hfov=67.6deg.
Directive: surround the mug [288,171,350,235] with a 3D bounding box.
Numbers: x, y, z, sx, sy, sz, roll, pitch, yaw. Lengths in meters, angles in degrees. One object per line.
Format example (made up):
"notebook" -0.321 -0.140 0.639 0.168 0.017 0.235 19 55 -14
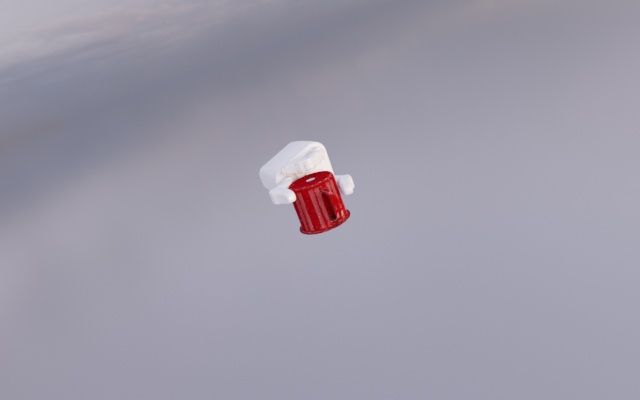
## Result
"mug" 0.001 0.003 0.801 0.093 0.081 0.117 -27 19 -20
